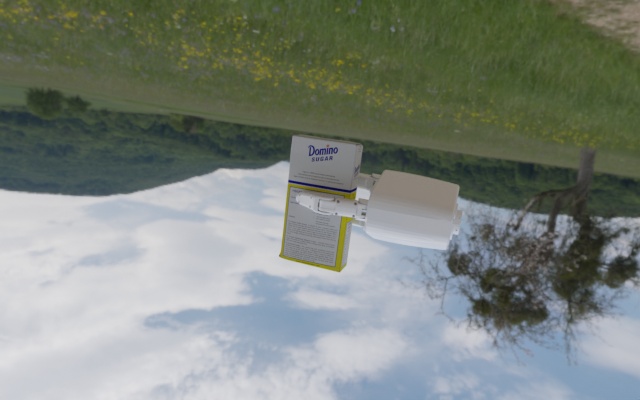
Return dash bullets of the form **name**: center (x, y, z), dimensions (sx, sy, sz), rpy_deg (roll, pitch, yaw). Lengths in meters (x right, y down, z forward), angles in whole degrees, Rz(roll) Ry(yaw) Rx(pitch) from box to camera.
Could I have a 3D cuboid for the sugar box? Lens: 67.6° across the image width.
- **sugar box**: center (0.000, 0.002, 0.661), dimensions (0.093, 0.176, 0.048), rpy_deg (11, 9, 16)
